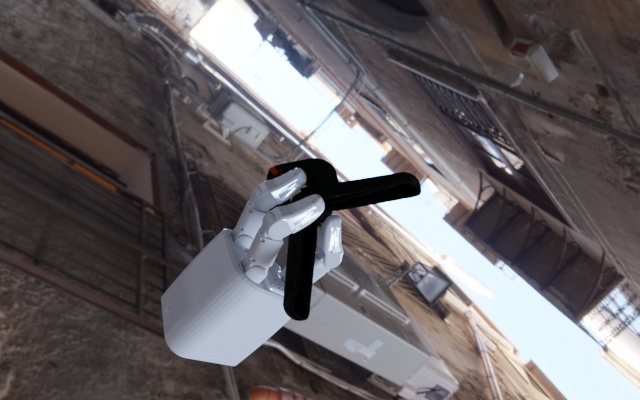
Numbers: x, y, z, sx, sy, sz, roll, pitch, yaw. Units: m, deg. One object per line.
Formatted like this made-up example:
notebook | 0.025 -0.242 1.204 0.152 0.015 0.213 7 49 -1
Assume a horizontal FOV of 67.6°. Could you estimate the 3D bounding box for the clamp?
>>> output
clamp | 0.000 0.002 0.489 0.036 0.164 0.210 43 7 -34
